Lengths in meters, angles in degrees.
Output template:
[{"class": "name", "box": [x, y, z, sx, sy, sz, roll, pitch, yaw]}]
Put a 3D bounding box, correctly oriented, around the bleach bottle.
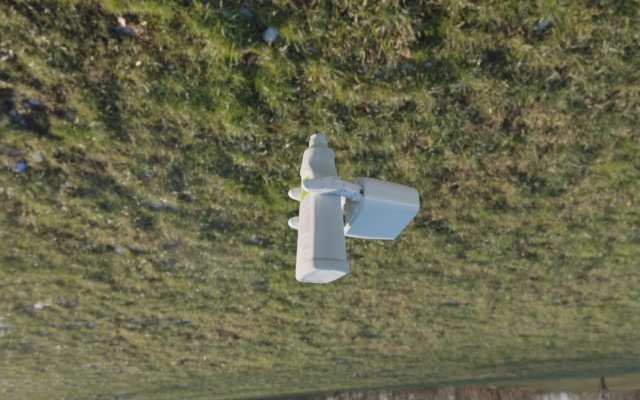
[{"class": "bleach bottle", "box": [0.000, 0.003, 0.787, 0.068, 0.250, 0.102, 8, -23, -21]}]
